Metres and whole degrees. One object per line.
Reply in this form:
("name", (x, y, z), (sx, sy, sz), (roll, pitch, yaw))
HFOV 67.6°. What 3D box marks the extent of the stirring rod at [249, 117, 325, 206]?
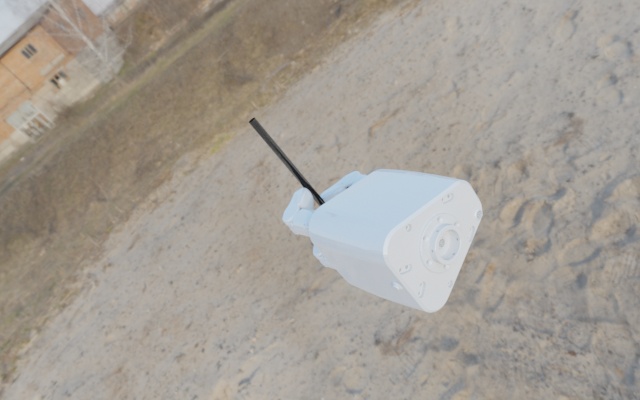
("stirring rod", (0.000, 0.002, 0.532), (0.011, 0.011, 0.240), (0, -43, 51))
